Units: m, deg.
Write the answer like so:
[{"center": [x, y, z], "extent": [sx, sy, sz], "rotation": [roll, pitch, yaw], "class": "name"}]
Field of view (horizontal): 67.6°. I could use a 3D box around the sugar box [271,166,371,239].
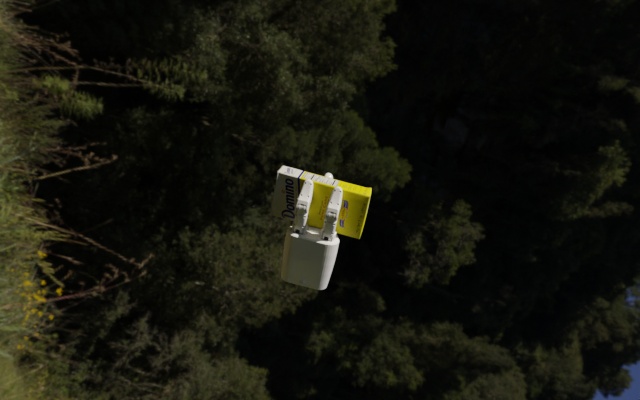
[{"center": [0.000, 0.003, 0.889], "extent": [0.176, 0.093, 0.048], "rotation": [13, 25, 5], "class": "sugar box"}]
